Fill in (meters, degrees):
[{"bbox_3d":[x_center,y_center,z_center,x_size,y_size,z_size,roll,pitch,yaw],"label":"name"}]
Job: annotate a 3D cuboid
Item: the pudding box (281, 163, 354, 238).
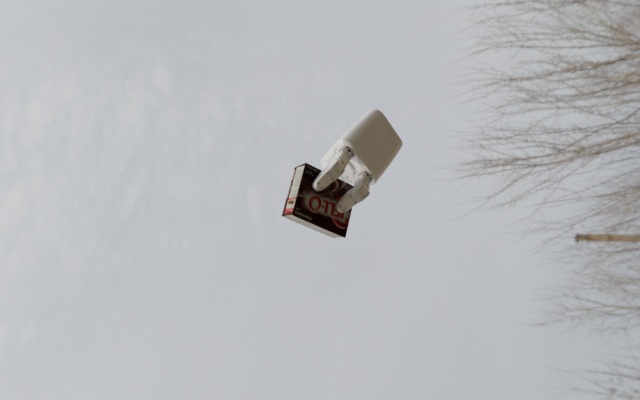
[{"bbox_3d":[0.000,0.003,0.779,0.113,0.090,0.039,23,-20,-29],"label":"pudding box"}]
